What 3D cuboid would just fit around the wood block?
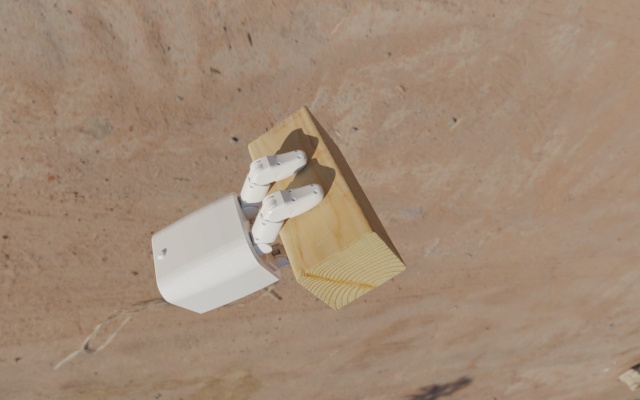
[{"bbox_3d":[0.000,0.002,0.534,0.090,0.206,0.091,-33,-41,9],"label":"wood block"}]
